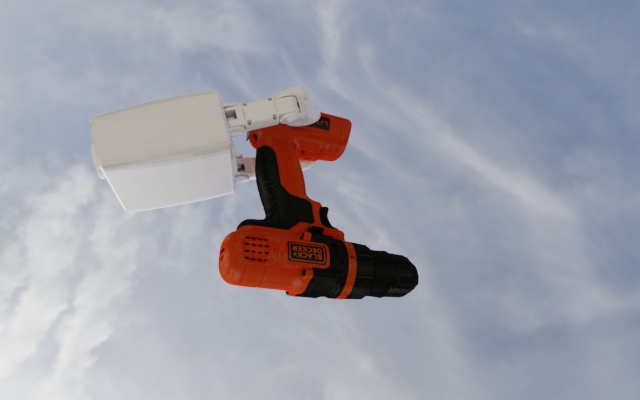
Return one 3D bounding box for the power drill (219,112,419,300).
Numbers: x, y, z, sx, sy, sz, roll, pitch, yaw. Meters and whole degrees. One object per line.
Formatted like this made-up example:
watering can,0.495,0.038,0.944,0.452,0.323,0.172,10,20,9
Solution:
power drill,0.000,0.001,0.452,0.184,0.187,0.057,10,-36,-22
